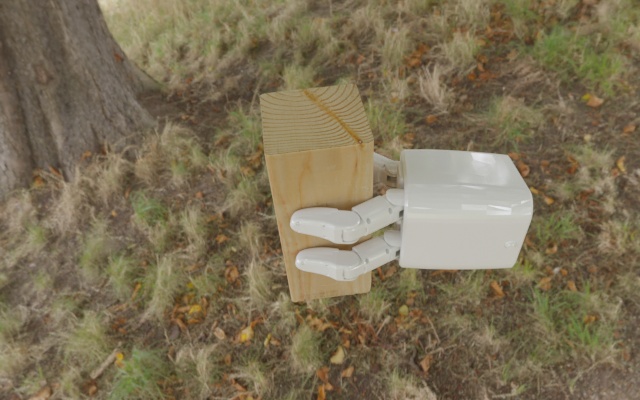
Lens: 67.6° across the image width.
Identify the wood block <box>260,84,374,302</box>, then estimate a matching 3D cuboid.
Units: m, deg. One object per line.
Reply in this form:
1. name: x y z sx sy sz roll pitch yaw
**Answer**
1. wood block: 0.000 0.001 0.474 0.090 0.206 0.090 -7 45 -2
